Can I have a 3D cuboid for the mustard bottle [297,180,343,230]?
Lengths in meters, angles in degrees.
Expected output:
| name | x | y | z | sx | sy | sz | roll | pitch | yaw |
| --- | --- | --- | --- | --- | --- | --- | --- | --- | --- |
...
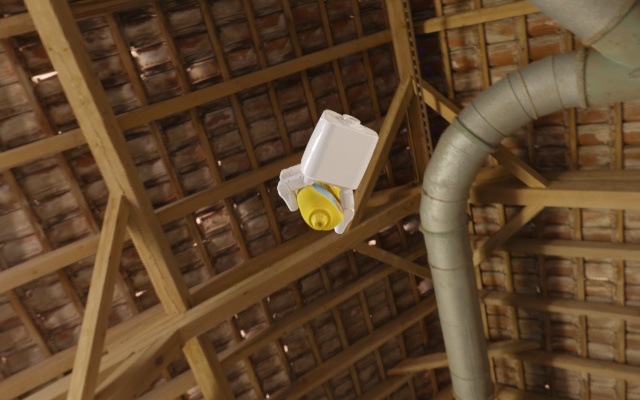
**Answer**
| name | x | y | z | sx | sy | sz | roll | pitch | yaw |
| --- | --- | --- | --- | --- | --- | --- | --- | --- | --- |
| mustard bottle | 0.000 | 0.003 | 0.879 | 0.058 | 0.096 | 0.191 | -41 | 17 | 16 |
